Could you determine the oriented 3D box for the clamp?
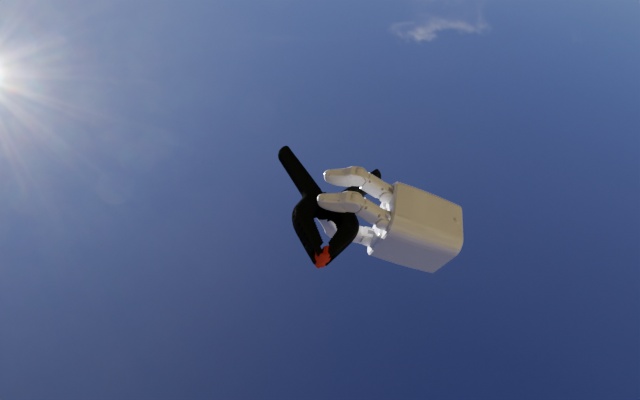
[{"bbox_3d":[0.000,0.003,0.683,0.164,0.036,0.209,18,44,-2],"label":"clamp"}]
